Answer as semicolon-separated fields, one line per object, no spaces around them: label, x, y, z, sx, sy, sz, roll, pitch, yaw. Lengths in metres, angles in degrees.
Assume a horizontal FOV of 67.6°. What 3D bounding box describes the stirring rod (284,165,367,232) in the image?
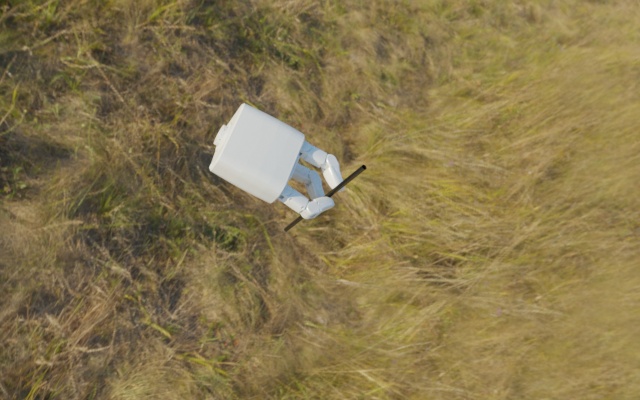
stirring rod;0.000;0.003;0.770;0.011;0.011;0.240;0;-25;-35
